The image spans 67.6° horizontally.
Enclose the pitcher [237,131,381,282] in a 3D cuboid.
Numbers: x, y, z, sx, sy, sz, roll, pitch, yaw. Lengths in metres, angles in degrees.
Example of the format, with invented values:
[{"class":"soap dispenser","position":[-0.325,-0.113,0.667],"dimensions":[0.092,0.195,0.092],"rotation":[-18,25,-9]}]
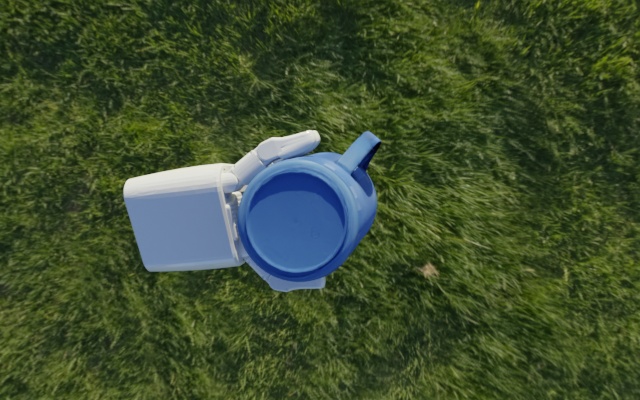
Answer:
[{"class":"pitcher","position":[0.000,0.002,0.522],"dimensions":[0.145,0.149,0.243],"rotation":[-5,3,7]}]
